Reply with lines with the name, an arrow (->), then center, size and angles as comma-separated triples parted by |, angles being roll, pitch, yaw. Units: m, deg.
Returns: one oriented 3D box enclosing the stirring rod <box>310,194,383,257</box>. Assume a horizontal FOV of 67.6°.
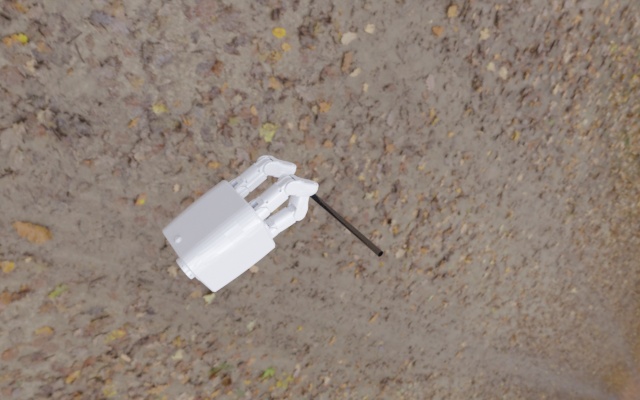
stirring rod -> 0.000, 0.002, 0.633 | 0.011, 0.011, 0.239 | 0, 30, -42
